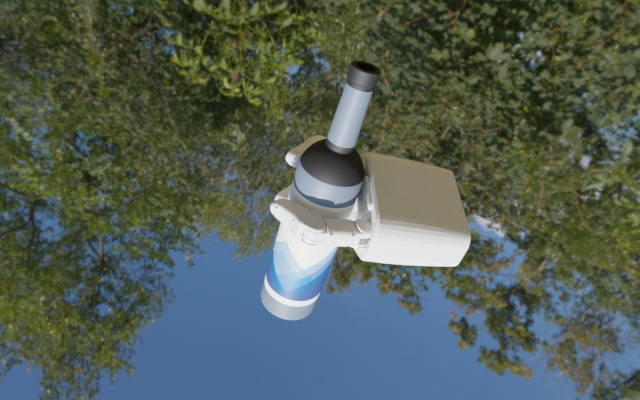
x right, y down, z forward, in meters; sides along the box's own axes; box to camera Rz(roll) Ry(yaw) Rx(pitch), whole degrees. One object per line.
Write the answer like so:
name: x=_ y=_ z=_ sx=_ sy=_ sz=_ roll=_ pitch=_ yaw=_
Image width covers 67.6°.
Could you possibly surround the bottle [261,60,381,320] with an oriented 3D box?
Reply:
bottle: x=0.000 y=0.002 z=0.489 sx=0.069 sy=0.296 sz=0.069 roll=13 pitch=34 yaw=-9
